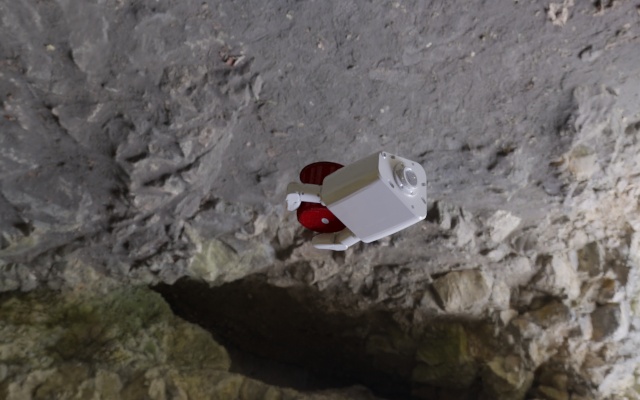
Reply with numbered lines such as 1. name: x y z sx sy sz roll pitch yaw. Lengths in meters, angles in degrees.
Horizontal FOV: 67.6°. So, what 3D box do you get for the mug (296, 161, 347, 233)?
1. mug: -0.001 0.003 0.757 0.093 0.081 0.117 30 -38 -32
